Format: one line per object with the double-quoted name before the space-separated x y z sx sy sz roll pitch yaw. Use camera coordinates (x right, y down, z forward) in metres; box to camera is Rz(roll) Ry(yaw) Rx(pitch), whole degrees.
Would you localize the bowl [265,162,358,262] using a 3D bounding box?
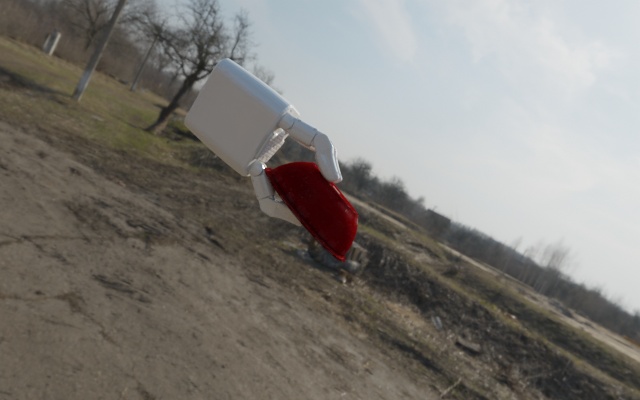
"bowl" 0.001 0.003 0.627 0.055 0.162 0.162 -40 -4 5
